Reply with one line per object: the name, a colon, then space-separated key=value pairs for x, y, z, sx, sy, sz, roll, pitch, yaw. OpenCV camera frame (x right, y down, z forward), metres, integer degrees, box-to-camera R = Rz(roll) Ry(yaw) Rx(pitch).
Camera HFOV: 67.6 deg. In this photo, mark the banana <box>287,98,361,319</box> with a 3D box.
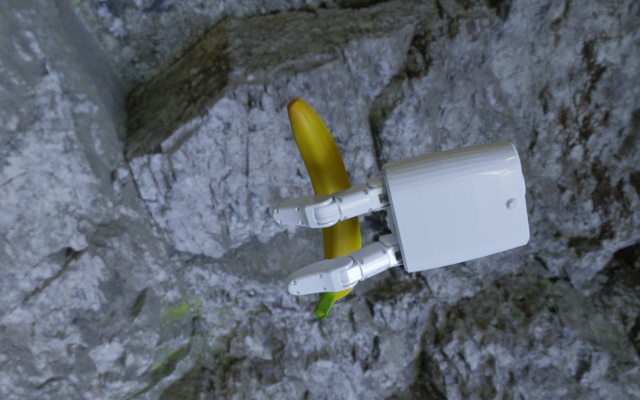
banana: x=0.008 y=0.004 z=0.447 sx=0.037 sy=0.198 sz=0.069 roll=-10 pitch=-1 yaw=25
